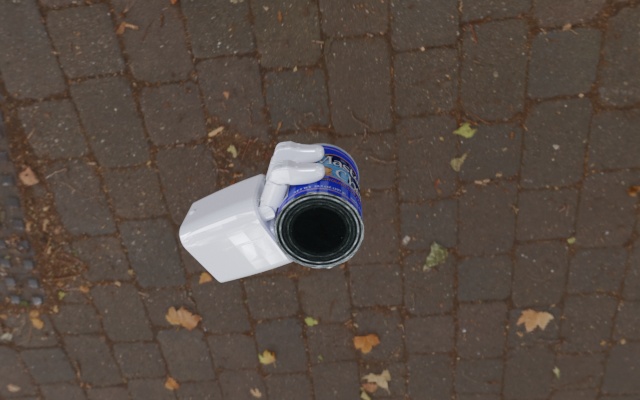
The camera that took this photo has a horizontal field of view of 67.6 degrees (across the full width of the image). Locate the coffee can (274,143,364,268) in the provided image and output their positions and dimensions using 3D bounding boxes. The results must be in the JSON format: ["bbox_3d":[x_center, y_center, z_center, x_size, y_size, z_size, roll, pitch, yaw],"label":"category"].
[{"bbox_3d":[0.000,0.002,0.600,0.103,0.103,0.140,0,29,2],"label":"coffee can"}]
